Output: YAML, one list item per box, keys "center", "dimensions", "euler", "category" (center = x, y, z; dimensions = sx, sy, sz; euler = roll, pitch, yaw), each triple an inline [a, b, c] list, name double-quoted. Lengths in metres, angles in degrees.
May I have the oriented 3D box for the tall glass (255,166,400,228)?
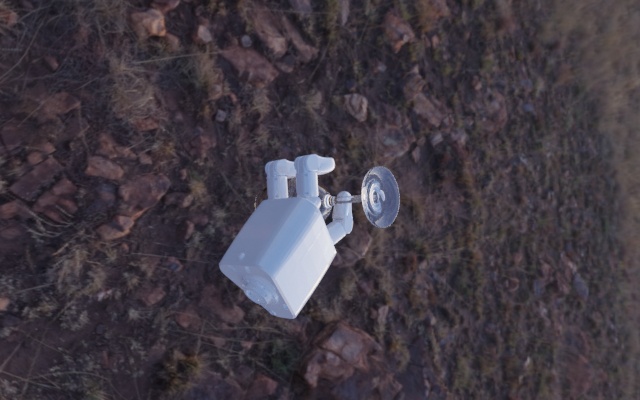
- center: [0.001, 0.002, 0.634]
  dimensions: [0.201, 0.079, 0.079]
  euler: [-5, -3, 43]
  category: "tall glass"
